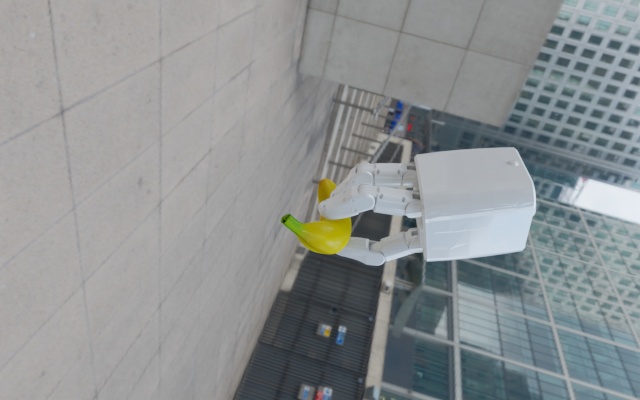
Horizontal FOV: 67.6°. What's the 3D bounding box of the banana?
[{"bbox_3d":[0.009,0.019,0.540,0.037,0.069,0.197,-28,6,14],"label":"banana"}]
